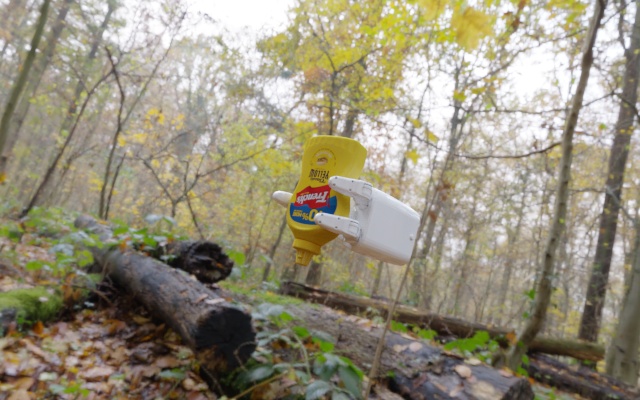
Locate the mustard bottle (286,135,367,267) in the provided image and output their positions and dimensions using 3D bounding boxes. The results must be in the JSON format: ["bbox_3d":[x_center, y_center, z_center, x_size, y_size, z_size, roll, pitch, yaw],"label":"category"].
[{"bbox_3d":[0.000,0.002,0.698,0.096,0.191,0.058,9,-13,32],"label":"mustard bottle"}]
